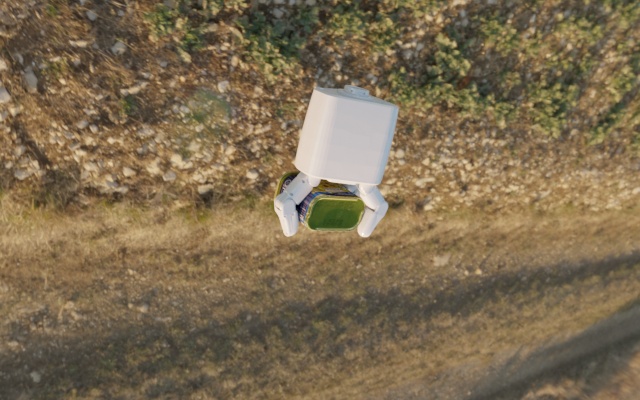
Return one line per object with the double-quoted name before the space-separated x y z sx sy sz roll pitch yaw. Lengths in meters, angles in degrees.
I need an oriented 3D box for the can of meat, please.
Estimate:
"can of meat" 0.000 0.002 0.671 0.102 0.057 0.084 3 22 -38
